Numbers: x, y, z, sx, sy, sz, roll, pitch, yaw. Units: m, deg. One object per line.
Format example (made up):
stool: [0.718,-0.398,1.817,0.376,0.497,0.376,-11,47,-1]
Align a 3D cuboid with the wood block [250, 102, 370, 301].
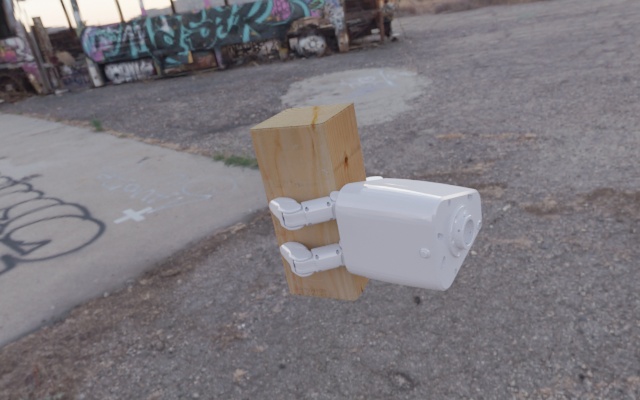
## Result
wood block: [0.001,0.002,0.554,0.090,0.206,0.090,0,24,27]
